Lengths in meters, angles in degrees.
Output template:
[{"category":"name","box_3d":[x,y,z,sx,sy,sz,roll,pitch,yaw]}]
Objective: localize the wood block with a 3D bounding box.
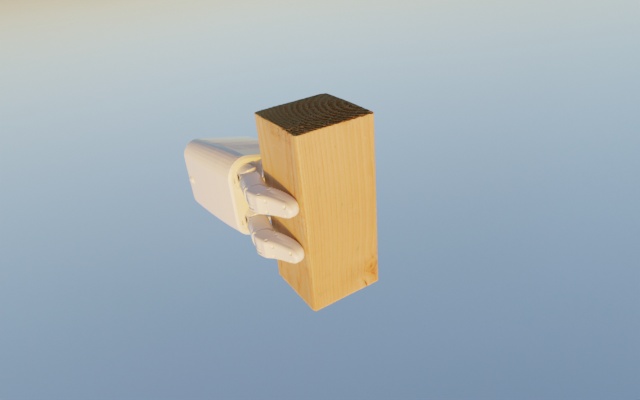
[{"category":"wood block","box_3d":[0.000,0.002,0.520,0.091,0.206,0.090,-22,34,-25]}]
